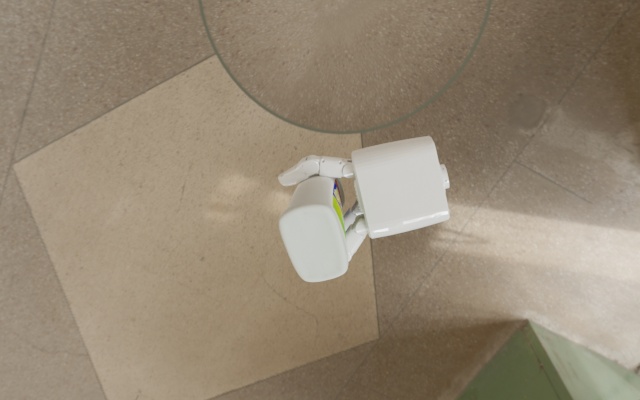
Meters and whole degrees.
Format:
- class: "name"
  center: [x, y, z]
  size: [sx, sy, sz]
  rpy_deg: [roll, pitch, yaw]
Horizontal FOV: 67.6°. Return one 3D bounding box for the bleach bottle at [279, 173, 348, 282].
- class: "bleach bottle"
  center: [0.000, 0.002, 0.647]
  size: [0.068, 0.103, 0.250]
  rpy_deg: [-14, 22, 9]
